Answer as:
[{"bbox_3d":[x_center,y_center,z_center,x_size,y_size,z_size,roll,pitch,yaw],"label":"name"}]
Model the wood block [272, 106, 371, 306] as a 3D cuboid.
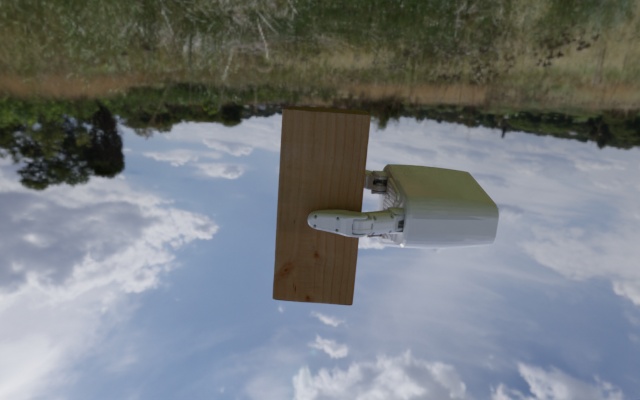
[{"bbox_3d":[0.000,0.002,0.537,0.090,0.206,0.091,4,13,1],"label":"wood block"}]
